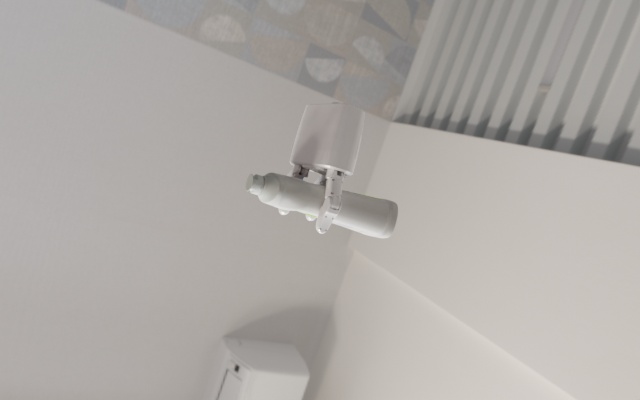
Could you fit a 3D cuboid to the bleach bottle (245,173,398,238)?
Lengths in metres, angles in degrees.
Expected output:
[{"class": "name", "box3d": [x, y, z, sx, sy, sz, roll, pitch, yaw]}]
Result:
[{"class": "bleach bottle", "box3d": [0.000, 0.003, 0.788, 0.251, 0.068, 0.102, 16, -5, -29]}]
